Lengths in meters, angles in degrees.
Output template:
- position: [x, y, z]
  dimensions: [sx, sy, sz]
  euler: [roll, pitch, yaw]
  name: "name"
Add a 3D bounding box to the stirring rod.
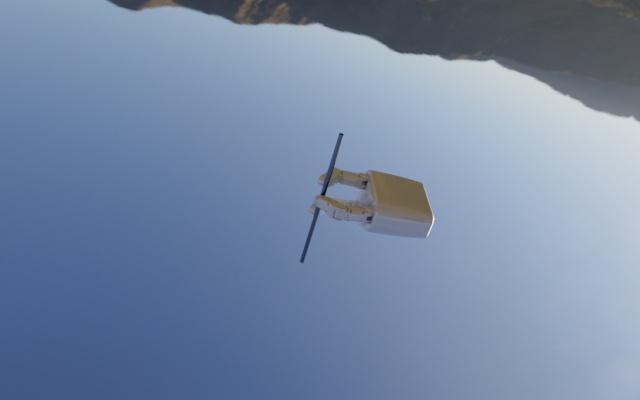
- position: [0.000, 0.003, 0.781]
  dimensions: [0.011, 0.240, 0.011]
  euler: [14, 25, -7]
  name: "stirring rod"
